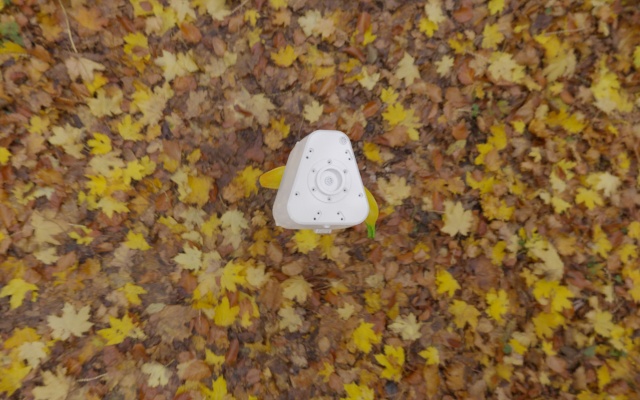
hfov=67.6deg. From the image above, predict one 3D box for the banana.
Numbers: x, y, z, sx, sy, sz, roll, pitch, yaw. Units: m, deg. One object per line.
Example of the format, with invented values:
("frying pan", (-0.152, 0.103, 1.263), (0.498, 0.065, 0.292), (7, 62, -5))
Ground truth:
("banana", (0.011, -0.013, 0.703), (0.198, 0.069, 0.037), (26, -5, -11))
